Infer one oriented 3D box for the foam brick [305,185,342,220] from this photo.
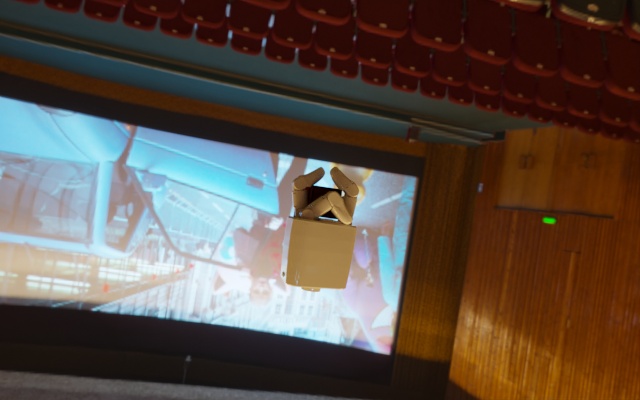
[{"bbox_3d":[0.000,0.003,0.819,0.053,0.051,0.078,8,-1,-12],"label":"foam brick"}]
